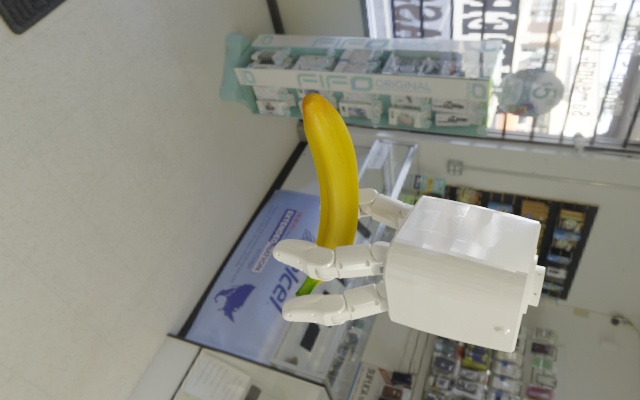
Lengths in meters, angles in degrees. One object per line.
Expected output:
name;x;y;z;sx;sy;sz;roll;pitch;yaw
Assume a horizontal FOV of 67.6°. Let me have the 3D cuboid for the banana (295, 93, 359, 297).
banana;0.009;-0.002;0.432;0.037;0.198;0.069;15;28;27
